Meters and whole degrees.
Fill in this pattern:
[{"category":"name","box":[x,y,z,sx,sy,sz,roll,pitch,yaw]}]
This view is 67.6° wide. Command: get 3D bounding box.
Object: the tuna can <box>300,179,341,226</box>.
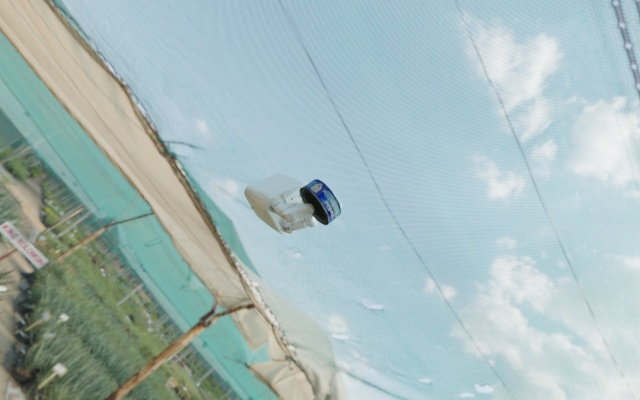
[{"category":"tuna can","box":[0.001,0.003,0.899,0.033,0.086,0.086,-36,13,-19]}]
